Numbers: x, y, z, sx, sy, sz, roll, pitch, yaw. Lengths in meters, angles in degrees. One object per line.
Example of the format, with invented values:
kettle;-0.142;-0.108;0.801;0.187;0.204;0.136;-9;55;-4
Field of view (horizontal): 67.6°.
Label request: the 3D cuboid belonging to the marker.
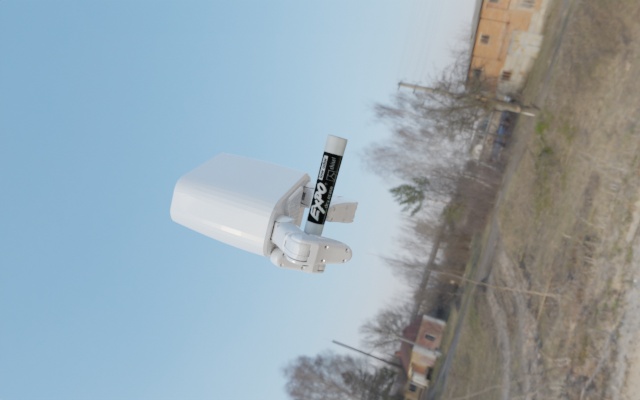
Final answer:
marker;0.000;0.001;0.430;0.020;0.121;0.020;14;9;-2
